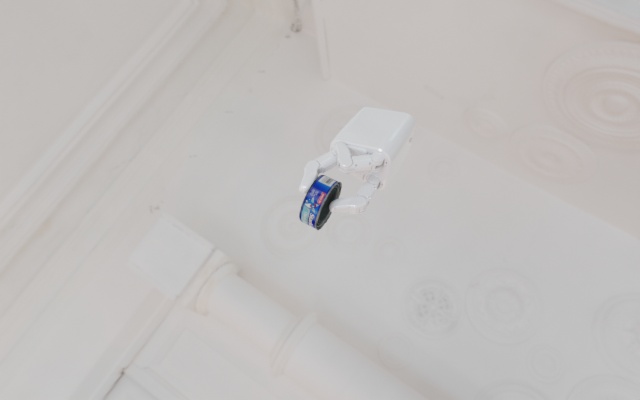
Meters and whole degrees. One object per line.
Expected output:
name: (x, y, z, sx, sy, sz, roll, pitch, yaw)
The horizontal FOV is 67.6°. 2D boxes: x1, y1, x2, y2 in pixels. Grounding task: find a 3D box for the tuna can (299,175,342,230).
tuna can: (0.000, 0.002, 0.769, 0.034, 0.086, 0.086, 26, 6, 13)
